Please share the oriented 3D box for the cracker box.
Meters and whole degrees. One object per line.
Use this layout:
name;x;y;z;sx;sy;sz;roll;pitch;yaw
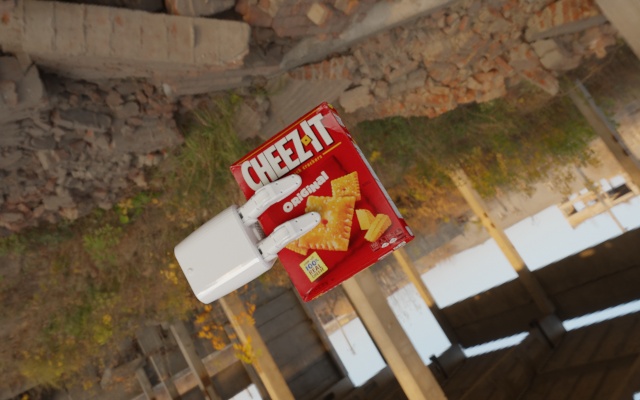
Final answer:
cracker box;0.000;0.002;0.644;0.164;0.213;0.072;-33;-11;10
